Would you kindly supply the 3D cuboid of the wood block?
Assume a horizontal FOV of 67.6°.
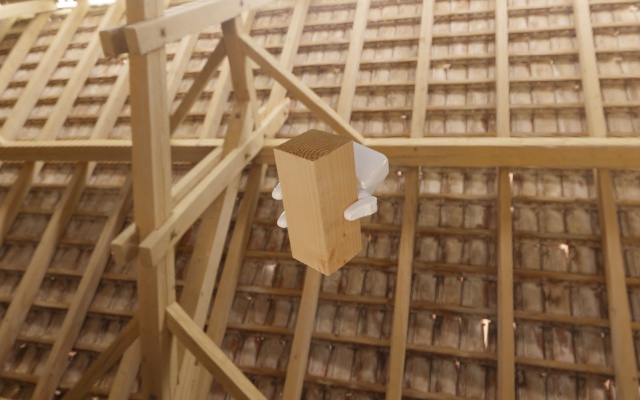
[{"bbox_3d":[0.001,0.003,0.767,0.091,0.206,0.090,21,41,40],"label":"wood block"}]
